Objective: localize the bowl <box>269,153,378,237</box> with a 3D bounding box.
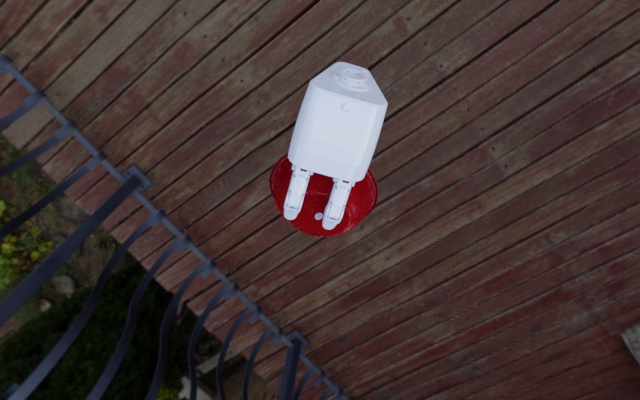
[{"bbox_3d":[0.000,0.003,0.683,0.162,0.162,0.055,6,46,6],"label":"bowl"}]
